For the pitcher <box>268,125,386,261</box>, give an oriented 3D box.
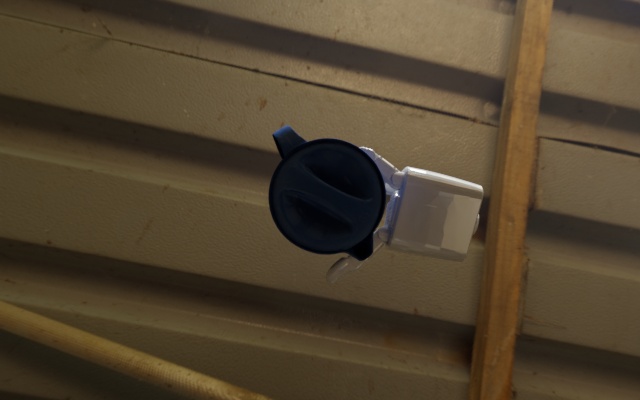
[{"bbox_3d":[0.000,0.002,0.650,0.145,0.149,0.243,10,-9,0],"label":"pitcher"}]
